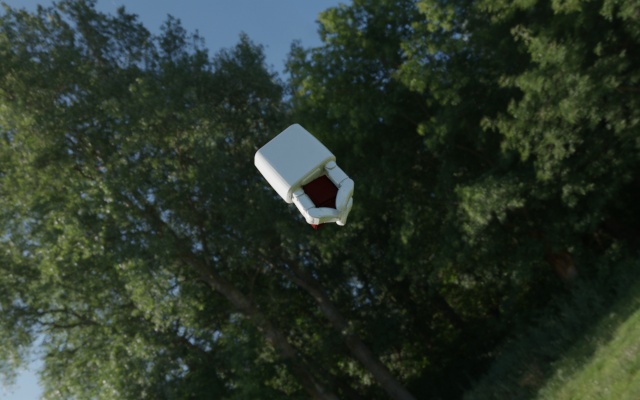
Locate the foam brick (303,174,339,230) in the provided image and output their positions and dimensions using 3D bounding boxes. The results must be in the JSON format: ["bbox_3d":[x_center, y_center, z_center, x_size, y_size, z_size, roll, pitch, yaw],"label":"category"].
[{"bbox_3d":[0.000,0.003,0.865,0.053,0.051,0.078,-30,-27,-27],"label":"foam brick"}]
